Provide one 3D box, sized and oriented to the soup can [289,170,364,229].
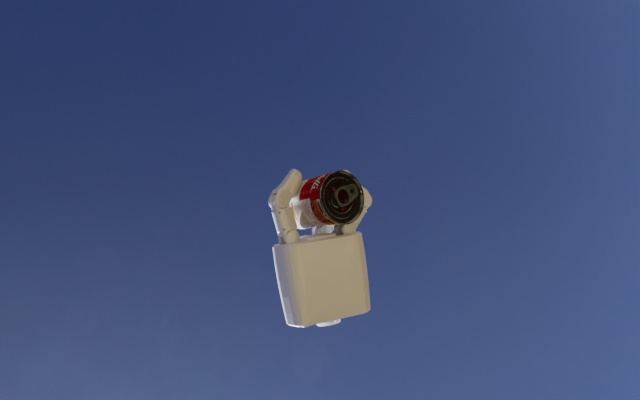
[{"bbox_3d":[0.000,0.002,0.631,0.068,0.068,0.102,0,-7,-34],"label":"soup can"}]
